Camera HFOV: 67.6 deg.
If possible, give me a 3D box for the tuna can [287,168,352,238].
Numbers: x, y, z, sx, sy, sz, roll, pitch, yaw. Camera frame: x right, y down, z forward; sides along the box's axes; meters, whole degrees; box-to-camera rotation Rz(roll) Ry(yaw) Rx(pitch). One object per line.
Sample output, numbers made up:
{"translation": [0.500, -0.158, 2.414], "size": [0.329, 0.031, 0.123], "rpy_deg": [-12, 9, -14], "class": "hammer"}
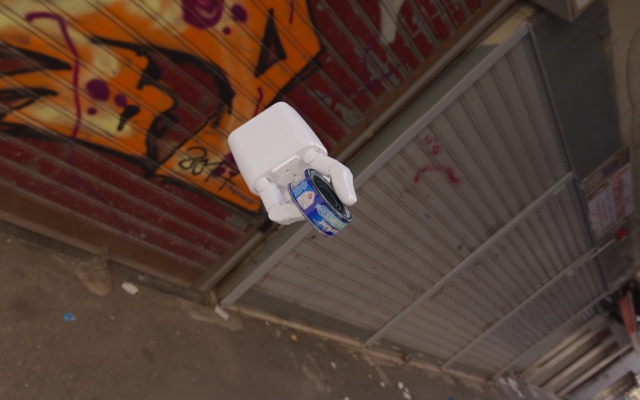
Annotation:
{"translation": [0.001, 0.002, 0.586], "size": [0.034, 0.086, 0.086], "rpy_deg": [-39, -11, 14], "class": "tuna can"}
